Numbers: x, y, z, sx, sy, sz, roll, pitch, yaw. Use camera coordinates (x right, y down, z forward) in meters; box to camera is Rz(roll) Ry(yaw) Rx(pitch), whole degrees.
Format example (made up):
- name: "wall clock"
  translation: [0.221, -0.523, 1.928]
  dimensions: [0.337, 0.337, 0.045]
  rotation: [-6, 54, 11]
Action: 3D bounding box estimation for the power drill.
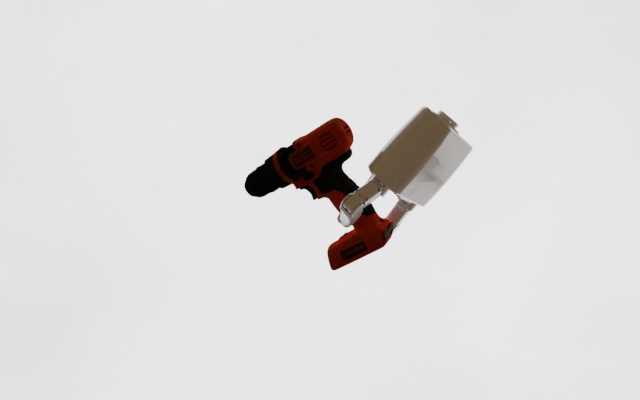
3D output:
- name: "power drill"
  translation: [0.001, 0.002, 0.670]
  dimensions: [0.184, 0.187, 0.057]
  rotation: [-29, 9, 30]
